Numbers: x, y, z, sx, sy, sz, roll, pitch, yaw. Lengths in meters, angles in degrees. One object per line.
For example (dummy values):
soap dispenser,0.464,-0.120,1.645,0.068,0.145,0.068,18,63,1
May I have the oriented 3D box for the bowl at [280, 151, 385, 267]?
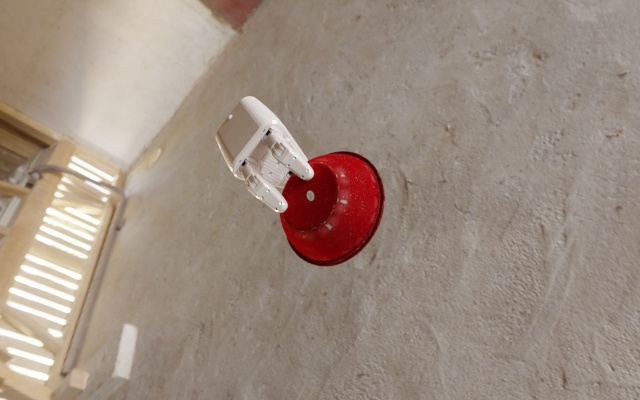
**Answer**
bowl,0.001,0.002,0.622,0.162,0.162,0.055,0,-16,36
